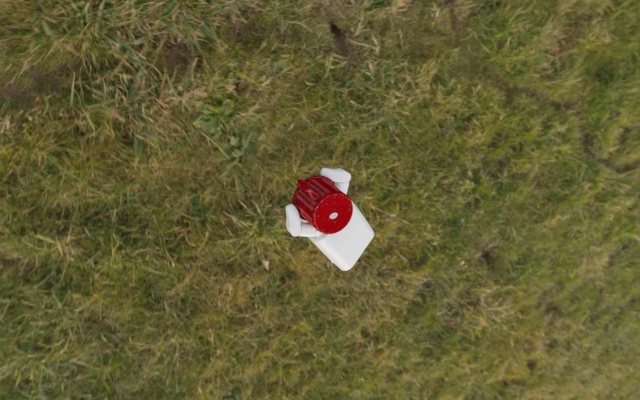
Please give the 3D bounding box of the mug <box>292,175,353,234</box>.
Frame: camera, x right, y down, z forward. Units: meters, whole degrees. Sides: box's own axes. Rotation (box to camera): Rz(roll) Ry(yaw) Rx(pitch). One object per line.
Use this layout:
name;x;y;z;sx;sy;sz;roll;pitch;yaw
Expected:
mug;-0.001;0.002;0.859;0.117;0.093;0.081;48;-5;-33
